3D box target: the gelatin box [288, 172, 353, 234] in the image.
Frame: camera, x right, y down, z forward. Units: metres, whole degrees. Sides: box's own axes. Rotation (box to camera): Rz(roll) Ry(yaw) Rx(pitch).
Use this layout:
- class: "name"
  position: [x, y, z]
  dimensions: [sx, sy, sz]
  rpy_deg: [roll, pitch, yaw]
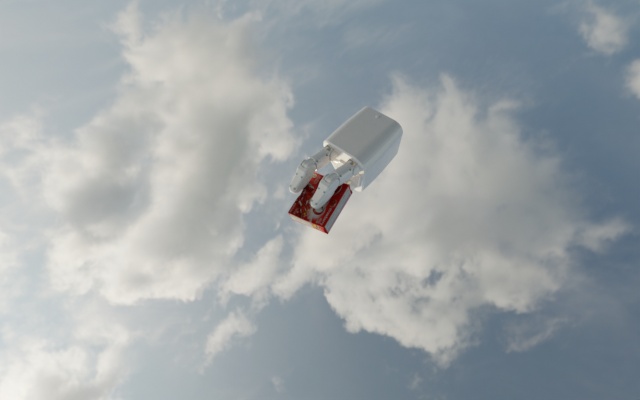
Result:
- class: "gelatin box"
  position: [0.000, 0.003, 0.795]
  dimensions: [0.073, 0.089, 0.030]
  rpy_deg: [22, -21, 27]
